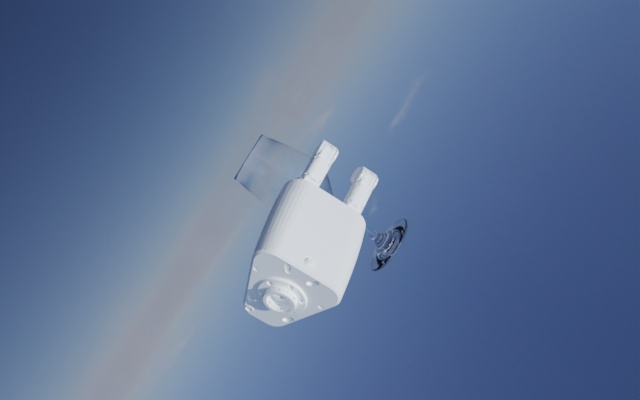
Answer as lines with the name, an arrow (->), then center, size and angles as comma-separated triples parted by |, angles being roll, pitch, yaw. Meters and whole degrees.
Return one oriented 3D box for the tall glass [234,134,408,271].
tall glass -> 0.001, 0.002, 0.564 | 0.201, 0.079, 0.079 | 32, -6, -9
